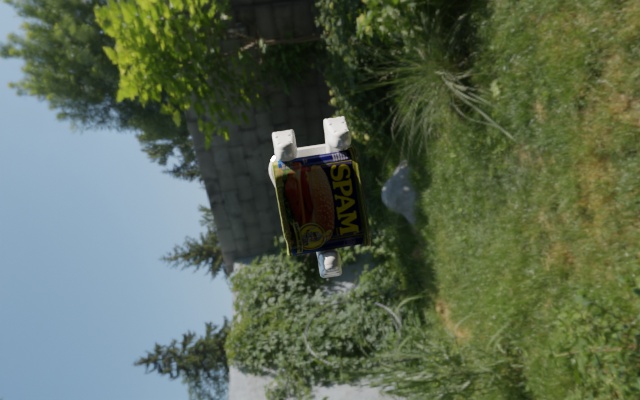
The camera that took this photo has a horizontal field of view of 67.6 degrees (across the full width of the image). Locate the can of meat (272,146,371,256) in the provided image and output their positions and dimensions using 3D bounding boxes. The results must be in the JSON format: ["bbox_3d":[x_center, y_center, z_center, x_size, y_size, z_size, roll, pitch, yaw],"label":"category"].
[{"bbox_3d":[0.000,0.002,0.484,0.084,0.102,0.057,-9,5,-3],"label":"can of meat"}]
